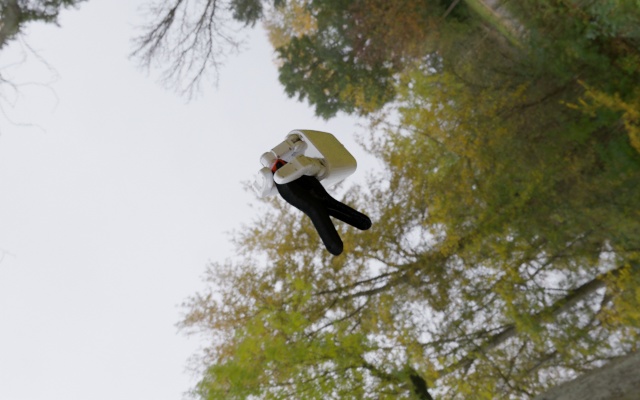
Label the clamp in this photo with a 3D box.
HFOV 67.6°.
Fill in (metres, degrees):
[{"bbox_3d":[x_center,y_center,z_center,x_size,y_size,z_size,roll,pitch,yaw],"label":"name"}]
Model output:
[{"bbox_3d":[0.000,0.003,0.704,0.039,0.171,0.120,-49,-18,26],"label":"clamp"}]
